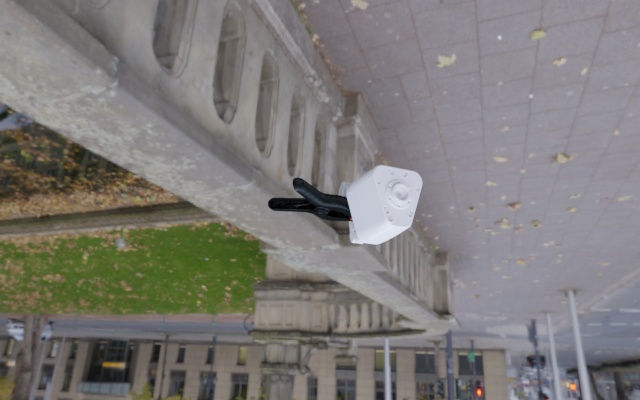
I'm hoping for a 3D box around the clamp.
[{"bbox_3d":[0.000,0.003,0.867,0.171,0.039,0.120,9,-19,-18],"label":"clamp"}]
